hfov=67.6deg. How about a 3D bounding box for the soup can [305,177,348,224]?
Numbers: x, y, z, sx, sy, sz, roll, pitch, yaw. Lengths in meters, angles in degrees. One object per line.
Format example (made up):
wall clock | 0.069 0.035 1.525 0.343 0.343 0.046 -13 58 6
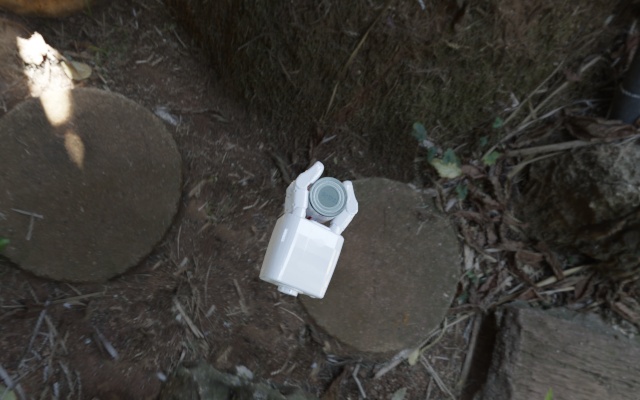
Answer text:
soup can | 0.000 0.002 0.816 0.068 0.068 0.102 0 -10 -15
